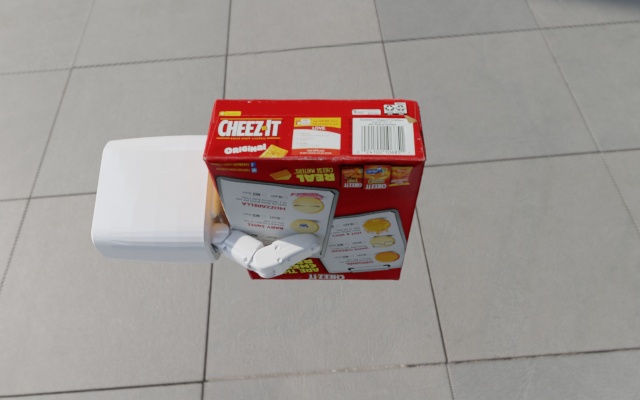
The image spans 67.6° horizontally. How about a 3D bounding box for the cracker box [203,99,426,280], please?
[{"bbox_3d":[0.000,0.002,0.445,0.164,0.072,0.214,0,-33,3],"label":"cracker box"}]
